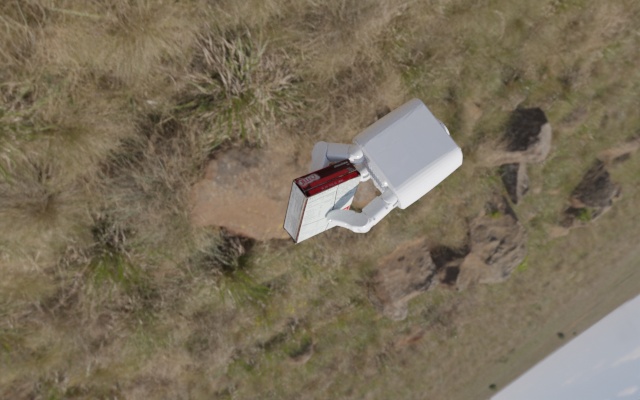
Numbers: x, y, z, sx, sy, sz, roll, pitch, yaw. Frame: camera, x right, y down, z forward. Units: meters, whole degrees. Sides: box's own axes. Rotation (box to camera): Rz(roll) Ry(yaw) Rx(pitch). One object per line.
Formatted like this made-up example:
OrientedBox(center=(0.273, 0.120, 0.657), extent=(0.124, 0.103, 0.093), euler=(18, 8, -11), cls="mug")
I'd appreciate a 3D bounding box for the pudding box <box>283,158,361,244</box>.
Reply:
OrientedBox(center=(0.000, 0.002, 0.657), extent=(0.090, 0.039, 0.114), euler=(-22, -31, -27), cls="pudding box")
